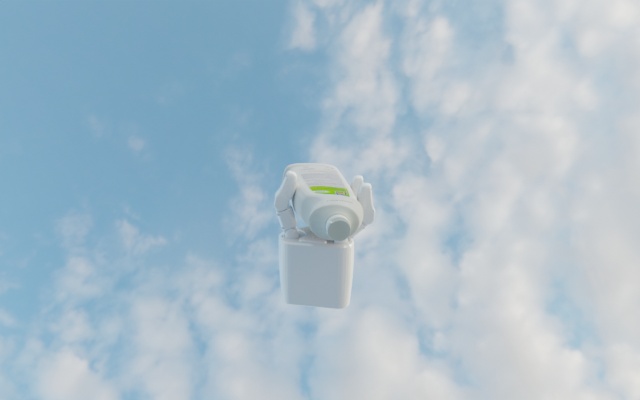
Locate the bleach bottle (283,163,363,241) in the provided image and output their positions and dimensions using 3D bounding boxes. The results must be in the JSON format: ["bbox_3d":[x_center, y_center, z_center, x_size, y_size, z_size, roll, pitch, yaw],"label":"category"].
[{"bbox_3d":[0.000,0.002,0.705,0.102,0.068,0.250,-1,16,-7],"label":"bleach bottle"}]
